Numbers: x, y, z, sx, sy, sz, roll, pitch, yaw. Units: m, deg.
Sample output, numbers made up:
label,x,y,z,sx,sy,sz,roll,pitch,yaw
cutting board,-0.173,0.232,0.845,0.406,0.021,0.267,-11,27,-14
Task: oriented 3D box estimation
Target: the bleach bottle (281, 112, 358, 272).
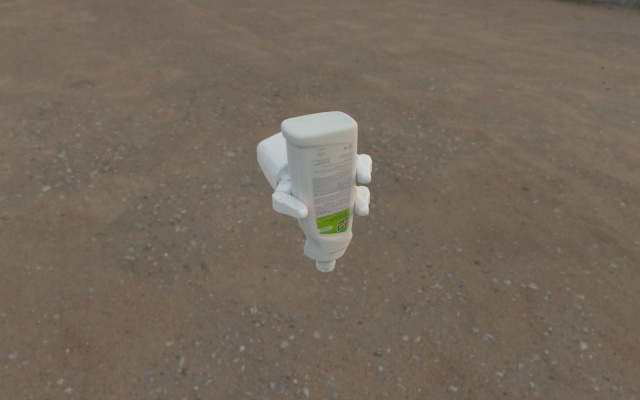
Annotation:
label,x,y,z,sx,sy,sz,roll,pitch,yaw
bleach bottle,0.000,0.002,0.695,0.102,0.251,0.068,-13,35,-20
